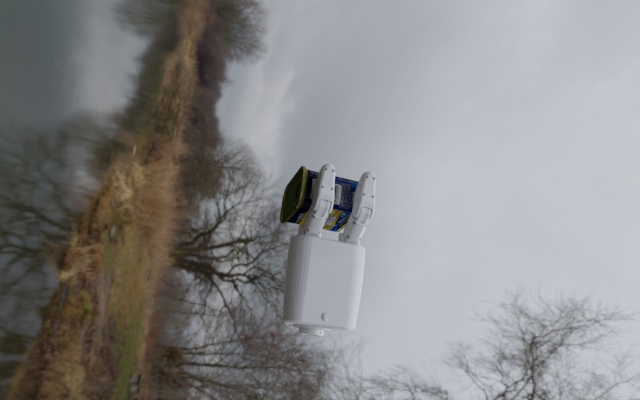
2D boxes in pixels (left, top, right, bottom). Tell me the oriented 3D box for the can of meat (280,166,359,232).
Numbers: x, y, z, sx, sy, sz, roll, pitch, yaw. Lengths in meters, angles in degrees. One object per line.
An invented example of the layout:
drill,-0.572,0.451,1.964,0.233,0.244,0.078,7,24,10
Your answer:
can of meat,0.000,0.002,0.639,0.084,0.057,0.102,12,-23,-16
